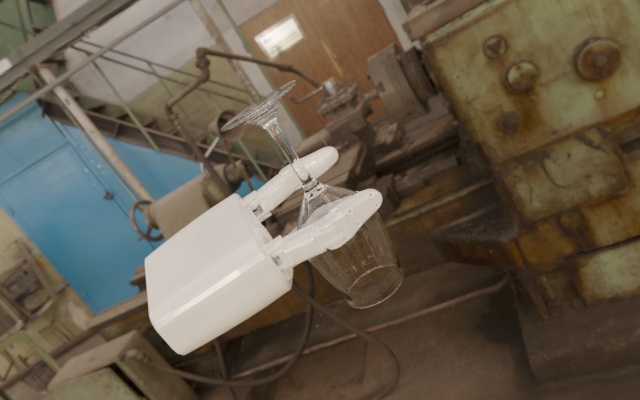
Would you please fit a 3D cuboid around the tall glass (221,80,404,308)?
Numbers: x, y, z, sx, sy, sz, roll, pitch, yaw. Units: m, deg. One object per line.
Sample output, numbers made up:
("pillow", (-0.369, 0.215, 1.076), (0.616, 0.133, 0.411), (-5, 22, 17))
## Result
("tall glass", (0.000, 0.001, 0.422), (0.079, 0.201, 0.079), (-30, 18, 11))
